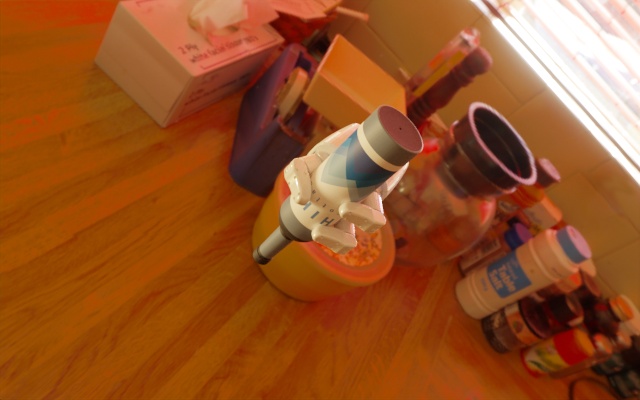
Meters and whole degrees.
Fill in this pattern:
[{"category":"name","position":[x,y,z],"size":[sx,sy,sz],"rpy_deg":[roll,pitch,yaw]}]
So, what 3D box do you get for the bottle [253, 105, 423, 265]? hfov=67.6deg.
[{"category":"bottle","position":[0.000,0.002,0.601],"size":[0.069,0.069,0.296],"rpy_deg":[0,-33,-44]}]
